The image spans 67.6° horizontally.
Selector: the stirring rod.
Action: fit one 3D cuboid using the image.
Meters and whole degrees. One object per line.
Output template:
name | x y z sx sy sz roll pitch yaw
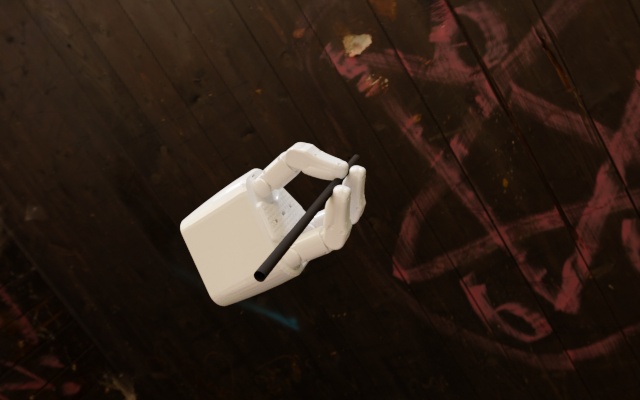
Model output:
stirring rod | 0.000 0.001 0.402 0.011 0.011 0.239 0 23 20
